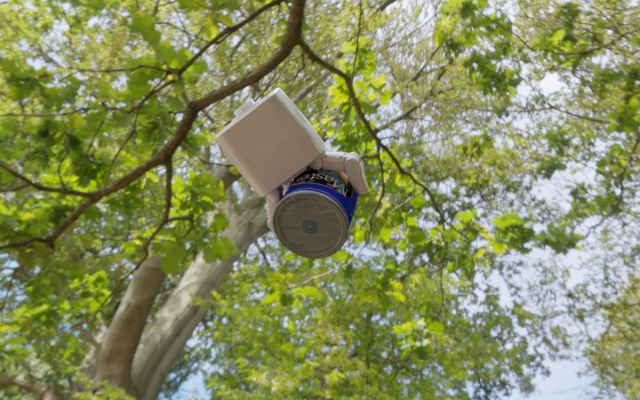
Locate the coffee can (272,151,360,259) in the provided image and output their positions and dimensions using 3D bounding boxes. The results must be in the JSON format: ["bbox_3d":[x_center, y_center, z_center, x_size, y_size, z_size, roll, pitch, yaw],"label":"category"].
[{"bbox_3d":[0.000,0.002,0.686,0.103,0.103,0.140,0,28,14],"label":"coffee can"}]
